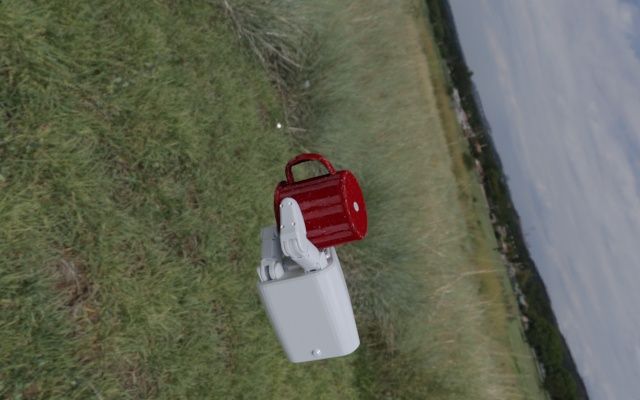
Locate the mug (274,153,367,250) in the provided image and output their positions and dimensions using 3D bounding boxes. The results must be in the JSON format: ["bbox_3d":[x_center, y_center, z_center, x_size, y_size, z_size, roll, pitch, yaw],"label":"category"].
[{"bbox_3d":[0.000,0.000,0.541,0.081,0.117,0.093,-14,15,19],"label":"mug"}]
